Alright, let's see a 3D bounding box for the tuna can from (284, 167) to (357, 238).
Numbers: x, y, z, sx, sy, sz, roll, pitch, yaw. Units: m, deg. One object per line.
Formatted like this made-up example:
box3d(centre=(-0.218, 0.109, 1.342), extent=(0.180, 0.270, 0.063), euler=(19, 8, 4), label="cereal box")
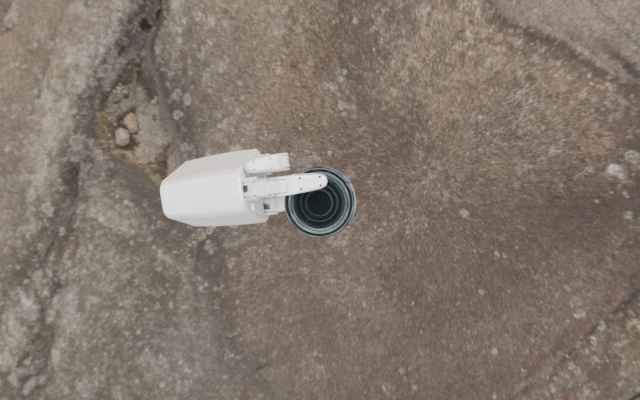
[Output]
box3d(centre=(0.000, 0.002, 0.577), extent=(0.086, 0.086, 0.034), euler=(0, 3, 7), label="tuna can")
